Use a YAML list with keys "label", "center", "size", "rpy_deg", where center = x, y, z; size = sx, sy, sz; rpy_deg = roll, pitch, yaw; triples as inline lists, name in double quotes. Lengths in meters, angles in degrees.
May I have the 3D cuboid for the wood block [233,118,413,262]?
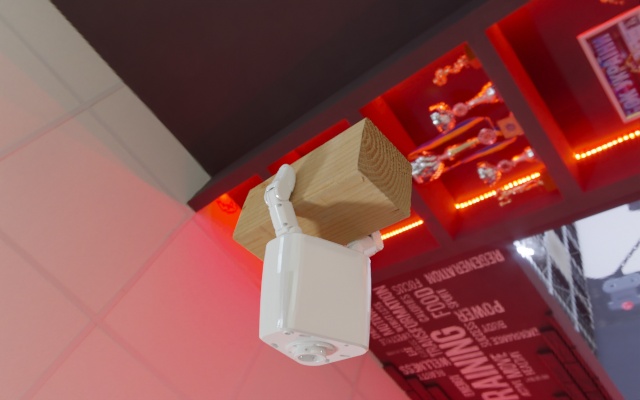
- label: "wood block"
  center: [0.000, 0.002, 0.581]
  size: [0.206, 0.090, 0.091]
  rpy_deg: [-28, -57, 35]
